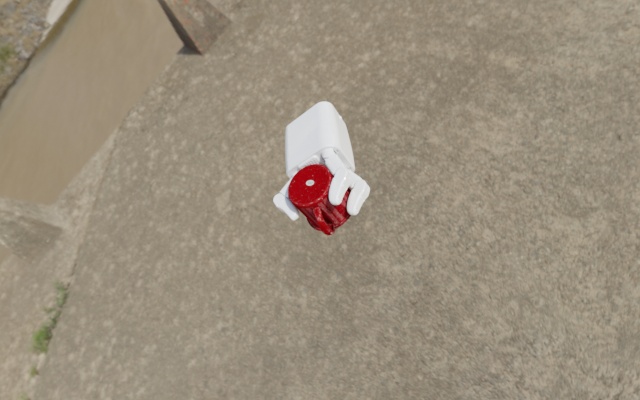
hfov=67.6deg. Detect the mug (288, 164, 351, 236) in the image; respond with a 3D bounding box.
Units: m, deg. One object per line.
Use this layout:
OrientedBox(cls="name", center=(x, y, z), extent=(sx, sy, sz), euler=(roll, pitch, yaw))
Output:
OrientedBox(cls="mug", center=(0.000, 0.004, 0.783), extent=(0.093, 0.117, 0.081), euler=(-20, -37, 18))
